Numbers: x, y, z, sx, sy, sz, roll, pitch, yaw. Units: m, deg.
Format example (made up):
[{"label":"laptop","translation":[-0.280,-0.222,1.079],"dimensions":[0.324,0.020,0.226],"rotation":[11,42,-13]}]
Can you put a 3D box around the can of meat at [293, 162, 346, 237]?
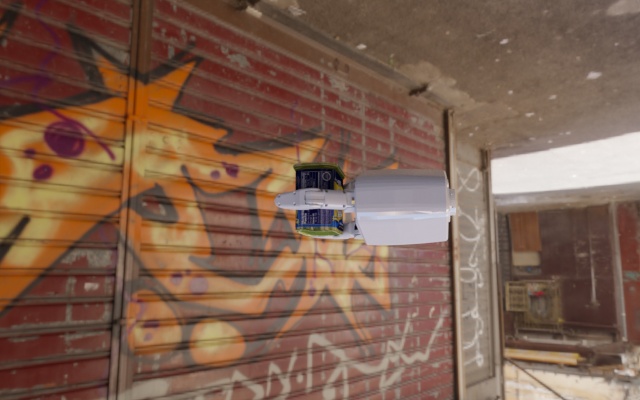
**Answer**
[{"label":"can of meat","translation":[0.000,0.002,0.619],"dimensions":[0.057,0.084,0.102],"rotation":[-2,-8,11]}]
